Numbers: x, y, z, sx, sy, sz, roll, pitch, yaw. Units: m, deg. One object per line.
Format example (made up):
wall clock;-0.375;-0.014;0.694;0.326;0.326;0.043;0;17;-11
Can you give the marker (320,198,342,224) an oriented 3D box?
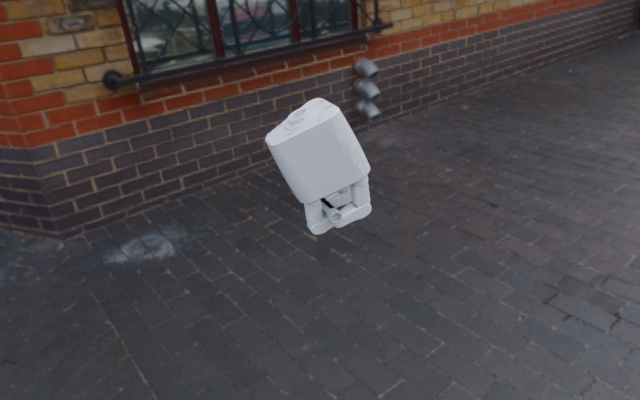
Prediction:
marker;0.000;0.002;0.732;0.020;0.020;0.121;0;22;-24
